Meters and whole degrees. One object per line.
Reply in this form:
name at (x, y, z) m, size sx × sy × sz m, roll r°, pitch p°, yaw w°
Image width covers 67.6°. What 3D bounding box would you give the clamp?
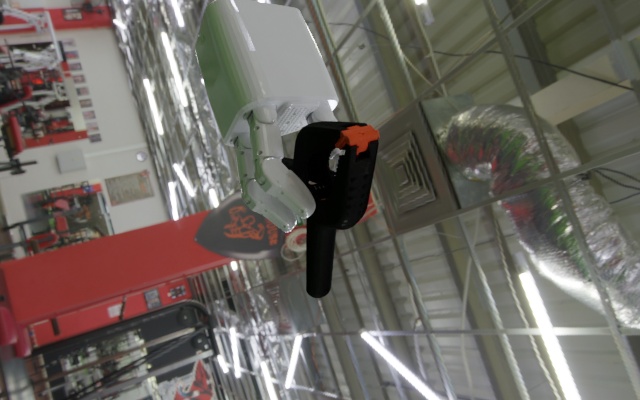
clamp at (0.001, 0.001, 0.432) m, size 0.036 × 0.164 × 0.210 m, roll -18°, pitch -9°, yaw -26°
